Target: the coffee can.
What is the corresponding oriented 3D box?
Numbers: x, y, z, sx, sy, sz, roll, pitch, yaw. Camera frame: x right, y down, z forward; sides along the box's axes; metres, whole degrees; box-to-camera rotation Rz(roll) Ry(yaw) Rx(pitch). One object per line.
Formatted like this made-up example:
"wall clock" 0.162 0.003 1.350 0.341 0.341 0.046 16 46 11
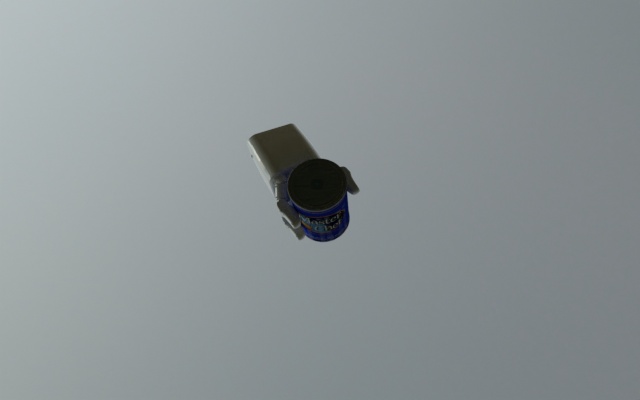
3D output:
"coffee can" 0.000 0.003 0.872 0.103 0.102 0.140 0 -27 6
